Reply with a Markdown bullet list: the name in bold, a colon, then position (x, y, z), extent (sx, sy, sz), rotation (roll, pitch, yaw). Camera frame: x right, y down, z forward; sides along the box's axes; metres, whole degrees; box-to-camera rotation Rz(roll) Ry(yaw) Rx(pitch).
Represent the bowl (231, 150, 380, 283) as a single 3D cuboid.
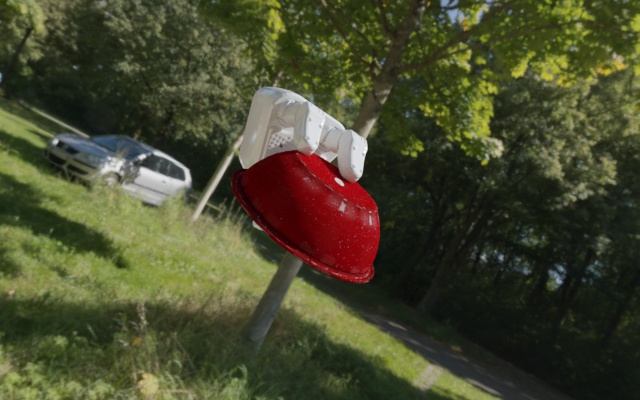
- **bowl**: position (0.001, 0.002, 0.441), extent (0.162, 0.055, 0.162), rotation (34, 16, -11)
